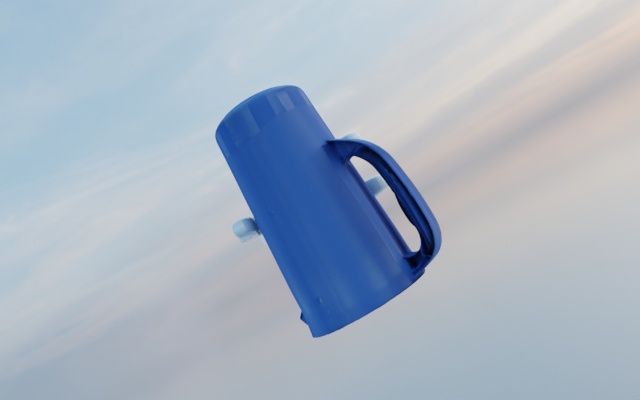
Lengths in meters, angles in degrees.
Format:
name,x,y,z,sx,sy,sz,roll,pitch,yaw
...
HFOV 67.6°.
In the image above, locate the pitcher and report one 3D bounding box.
name,x,y,z,sx,sy,sz,roll,pitch,yaw
pitcher,0.000,0.002,0.494,0.149,0.243,0.145,-29,-6,-13
